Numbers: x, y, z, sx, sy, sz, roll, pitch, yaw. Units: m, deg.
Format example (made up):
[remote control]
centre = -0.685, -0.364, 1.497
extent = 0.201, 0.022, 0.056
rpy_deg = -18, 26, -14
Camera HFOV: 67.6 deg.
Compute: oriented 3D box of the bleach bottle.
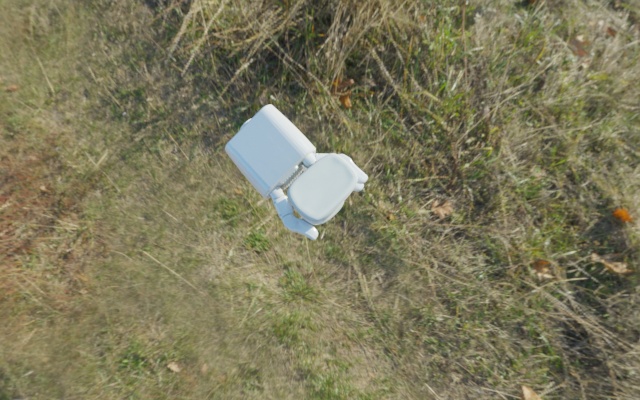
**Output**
[bleach bottle]
centre = 0.000, 0.003, 0.778
extent = 0.102, 0.068, 0.251
rpy_deg = -42, -7, -9
